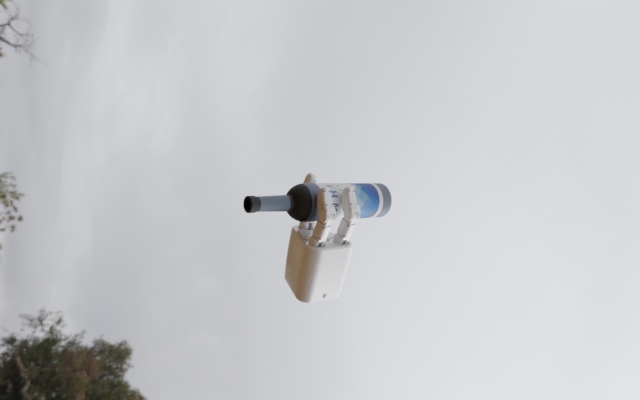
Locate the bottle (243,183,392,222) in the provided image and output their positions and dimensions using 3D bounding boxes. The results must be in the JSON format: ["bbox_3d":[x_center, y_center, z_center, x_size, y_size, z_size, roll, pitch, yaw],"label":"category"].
[{"bbox_3d":[0.000,0.003,0.839,0.296,0.069,0.069,-2,1,-39],"label":"bottle"}]
